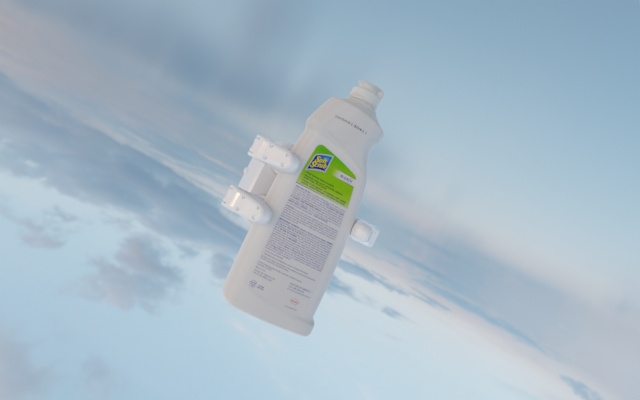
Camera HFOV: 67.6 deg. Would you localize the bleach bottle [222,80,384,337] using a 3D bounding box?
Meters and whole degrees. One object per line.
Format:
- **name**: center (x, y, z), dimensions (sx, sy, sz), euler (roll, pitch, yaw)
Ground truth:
- **bleach bottle**: center (0.000, 0.002, 0.480), dimensions (0.102, 0.251, 0.068), euler (28, 0, -17)
